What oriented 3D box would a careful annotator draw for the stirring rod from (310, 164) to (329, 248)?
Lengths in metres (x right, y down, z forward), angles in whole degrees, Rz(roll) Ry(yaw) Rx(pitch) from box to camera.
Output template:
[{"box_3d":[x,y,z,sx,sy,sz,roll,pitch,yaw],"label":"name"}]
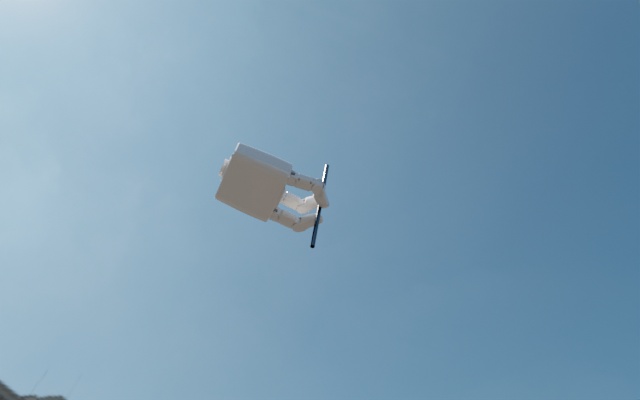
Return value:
[{"box_3d":[0.000,0.003,0.897,0.011,0.011,0.239,0,38,8],"label":"stirring rod"}]
